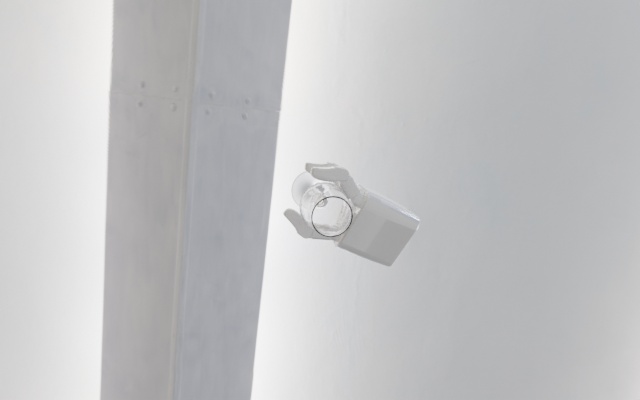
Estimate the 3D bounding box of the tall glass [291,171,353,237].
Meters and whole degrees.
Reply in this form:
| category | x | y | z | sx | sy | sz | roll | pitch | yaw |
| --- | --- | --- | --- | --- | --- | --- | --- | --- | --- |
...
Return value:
| category | x | y | z | sx | sy | sz | roll | pitch | yaw |
| --- | --- | --- | --- | --- | --- | --- | --- | --- | --- |
| tall glass | 0.000 | 0.002 | 0.786 | 0.079 | 0.079 | 0.201 | 0 | 12 | -10 |
